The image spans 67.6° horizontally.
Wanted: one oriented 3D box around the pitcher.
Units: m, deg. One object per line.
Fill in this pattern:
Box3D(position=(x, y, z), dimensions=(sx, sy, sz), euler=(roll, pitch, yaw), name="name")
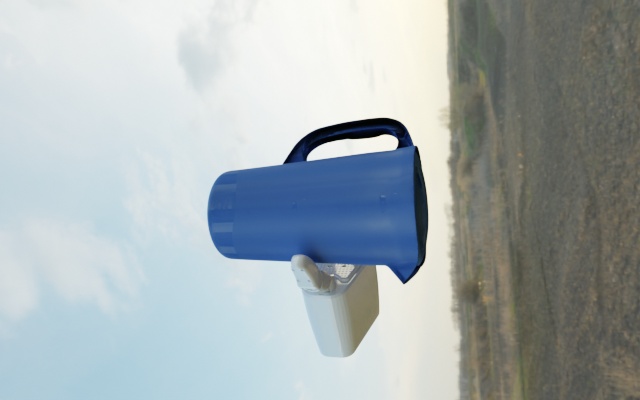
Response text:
Box3D(position=(0.000, 0.002, 0.552), dimensions=(0.243, 0.145, 0.149), euler=(-3, 32, 17), name="pitcher")
